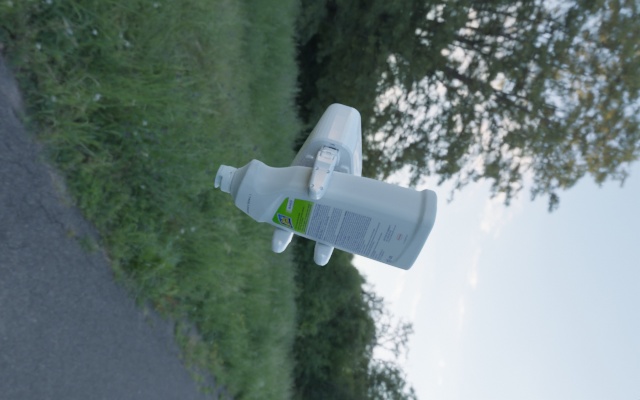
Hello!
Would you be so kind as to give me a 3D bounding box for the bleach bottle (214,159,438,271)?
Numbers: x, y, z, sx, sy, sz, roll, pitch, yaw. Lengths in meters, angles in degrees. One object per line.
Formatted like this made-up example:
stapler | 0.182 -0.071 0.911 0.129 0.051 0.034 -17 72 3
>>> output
bleach bottle | 0.000 0.002 0.561 0.251 0.103 0.068 17 41 1
